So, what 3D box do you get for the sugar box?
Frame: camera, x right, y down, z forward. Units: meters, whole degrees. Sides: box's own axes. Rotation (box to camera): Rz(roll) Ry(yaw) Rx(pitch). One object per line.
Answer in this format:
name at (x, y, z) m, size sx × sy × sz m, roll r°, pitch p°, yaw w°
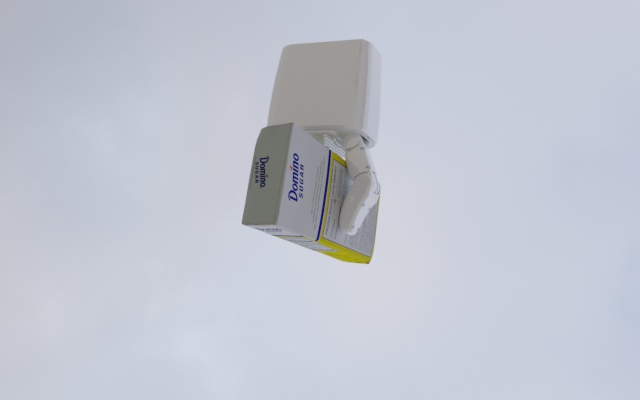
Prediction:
sugar box at (0.000, 0.001, 0.474) m, size 0.048 × 0.093 × 0.176 m, roll -2°, pitch -19°, yaw 35°
